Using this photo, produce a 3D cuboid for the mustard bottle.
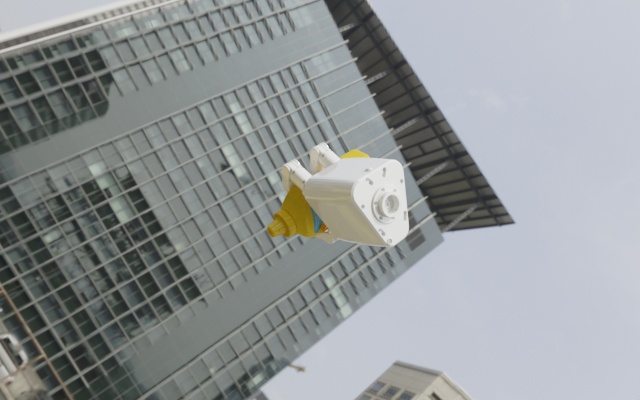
[{"bbox_3d":[0.000,0.002,0.730,0.191,0.096,0.058,-32,45,-28],"label":"mustard bottle"}]
